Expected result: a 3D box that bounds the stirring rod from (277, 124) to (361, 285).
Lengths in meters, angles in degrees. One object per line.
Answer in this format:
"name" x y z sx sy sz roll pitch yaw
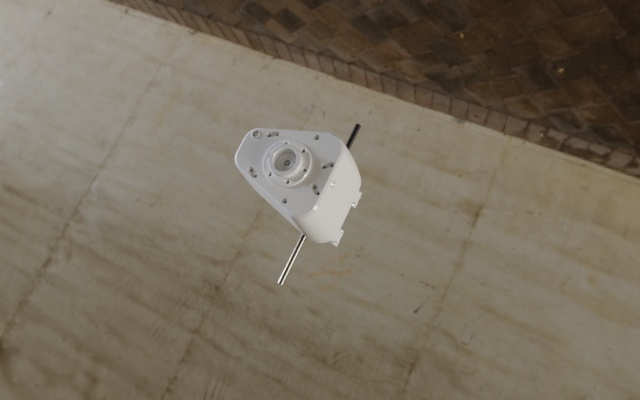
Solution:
"stirring rod" 0.000 0.002 0.639 0.011 0.239 0.011 25 -10 5
